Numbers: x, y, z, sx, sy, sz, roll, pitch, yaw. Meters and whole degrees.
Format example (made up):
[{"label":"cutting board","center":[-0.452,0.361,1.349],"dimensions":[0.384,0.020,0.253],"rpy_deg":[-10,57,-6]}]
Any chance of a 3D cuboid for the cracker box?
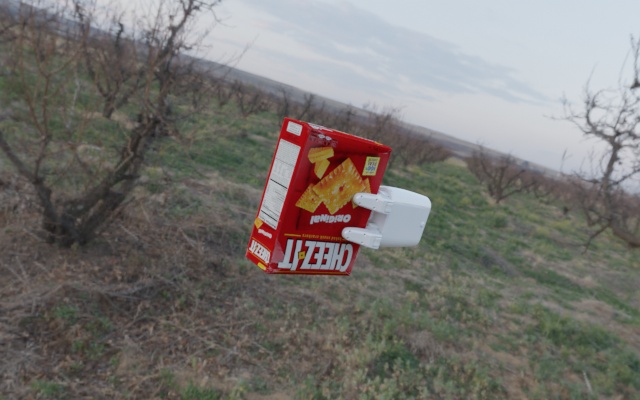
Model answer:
[{"label":"cracker box","center":[0.000,0.002,0.706],"dimensions":[0.164,0.214,0.072],"rpy_deg":[9,13,-39]}]
